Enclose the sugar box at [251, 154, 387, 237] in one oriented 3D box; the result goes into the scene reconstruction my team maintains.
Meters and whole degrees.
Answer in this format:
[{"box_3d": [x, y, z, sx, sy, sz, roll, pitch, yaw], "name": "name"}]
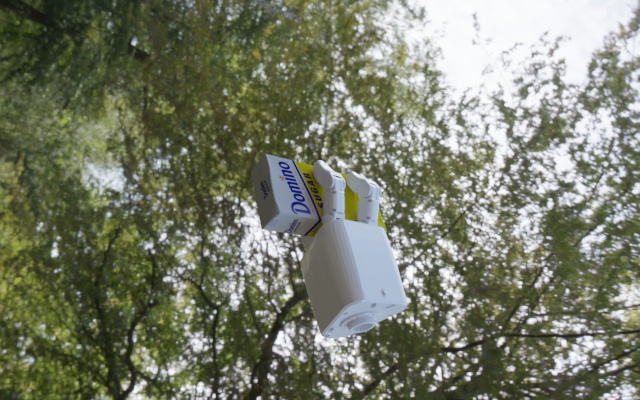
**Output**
[{"box_3d": [0.001, 0.002, 0.629, 0.176, 0.093, 0.048, 13, -42, -37], "name": "sugar box"}]
